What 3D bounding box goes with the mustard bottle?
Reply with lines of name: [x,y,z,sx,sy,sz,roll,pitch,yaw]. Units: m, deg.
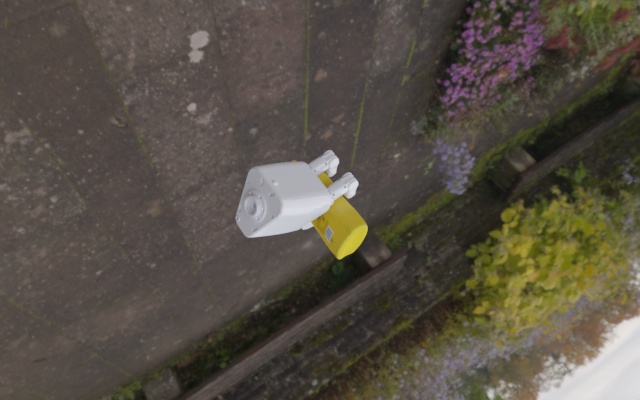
mustard bottle: [0.001,0.003,0.824,0.058,0.191,0.096,-25,-26,-27]
